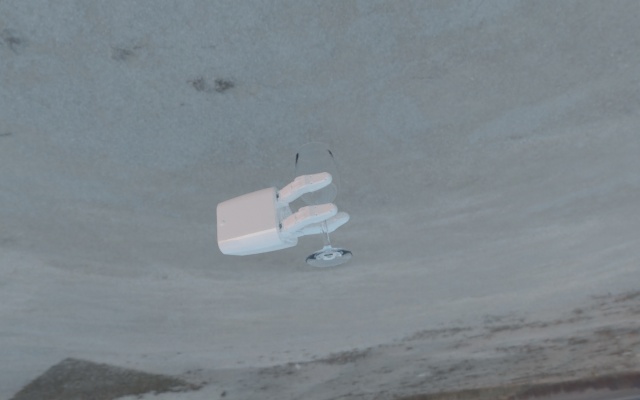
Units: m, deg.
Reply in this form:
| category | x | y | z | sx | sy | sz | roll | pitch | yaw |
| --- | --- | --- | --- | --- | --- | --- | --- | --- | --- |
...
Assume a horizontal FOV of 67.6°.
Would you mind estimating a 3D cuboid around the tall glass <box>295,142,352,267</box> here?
| category | x | y | z | sx | sy | sz | roll | pitch | yaw |
| --- | --- | --- | --- | --- | --- | --- | --- | --- | --- |
| tall glass | 0.000 | 0.003 | 0.789 | 0.079 | 0.201 | 0.079 | -6 | -27 | -3 |
